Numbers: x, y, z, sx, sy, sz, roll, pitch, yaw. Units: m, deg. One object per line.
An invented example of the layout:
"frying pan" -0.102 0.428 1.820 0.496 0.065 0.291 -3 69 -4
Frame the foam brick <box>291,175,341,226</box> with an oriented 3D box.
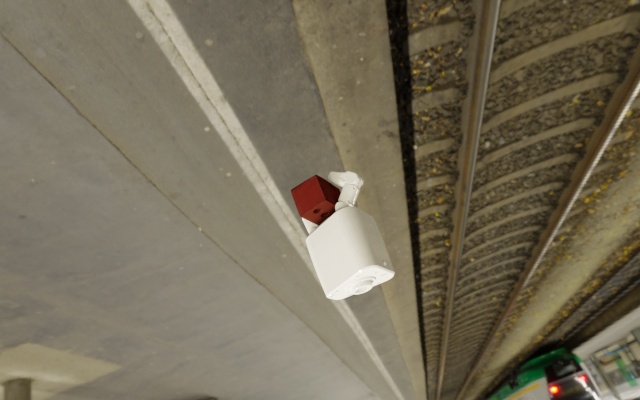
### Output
"foam brick" 0.000 0.002 0.769 0.053 0.051 0.078 -32 -32 21
